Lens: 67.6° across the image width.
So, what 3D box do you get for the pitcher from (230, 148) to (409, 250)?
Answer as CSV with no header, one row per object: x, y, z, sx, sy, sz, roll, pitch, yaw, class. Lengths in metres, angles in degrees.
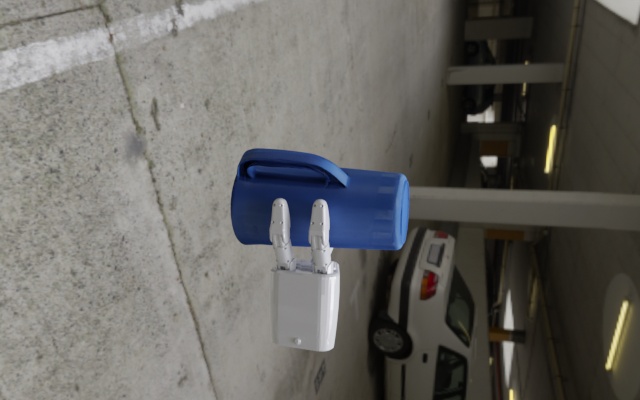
0.000,0.002,0.688,0.243,0.145,0.149,3,4,16,pitcher
